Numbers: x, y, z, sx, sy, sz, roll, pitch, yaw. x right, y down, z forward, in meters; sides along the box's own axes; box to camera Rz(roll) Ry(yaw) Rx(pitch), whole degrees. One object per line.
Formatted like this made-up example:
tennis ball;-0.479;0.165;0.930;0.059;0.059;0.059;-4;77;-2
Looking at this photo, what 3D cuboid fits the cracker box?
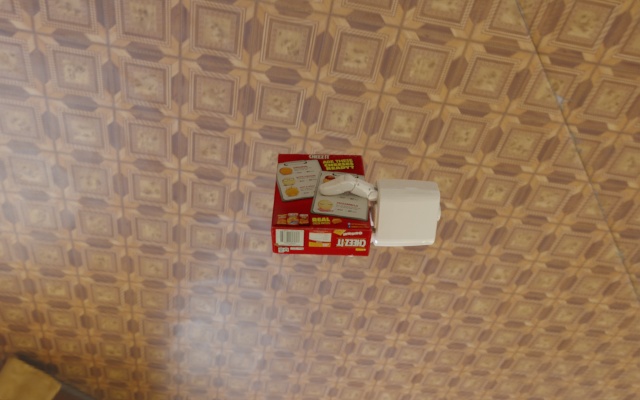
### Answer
cracker box;0.000;0.003;0.855;0.164;0.072;0.213;1;39;-2
